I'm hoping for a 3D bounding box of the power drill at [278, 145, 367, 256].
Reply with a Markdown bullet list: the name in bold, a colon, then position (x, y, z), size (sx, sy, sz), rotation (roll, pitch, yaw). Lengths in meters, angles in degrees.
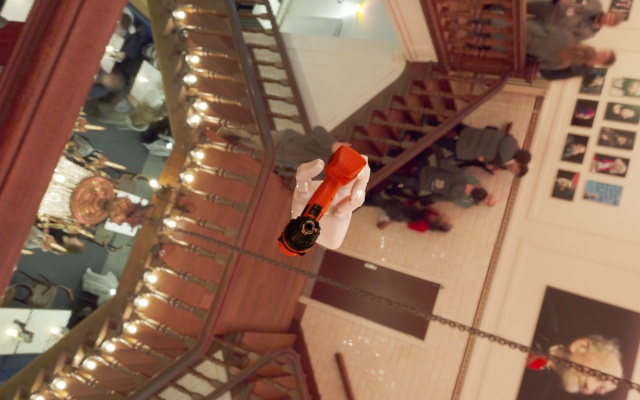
- **power drill**: position (0.000, 0.002, 0.771), size (0.057, 0.187, 0.184), rotation (36, -17, -4)
